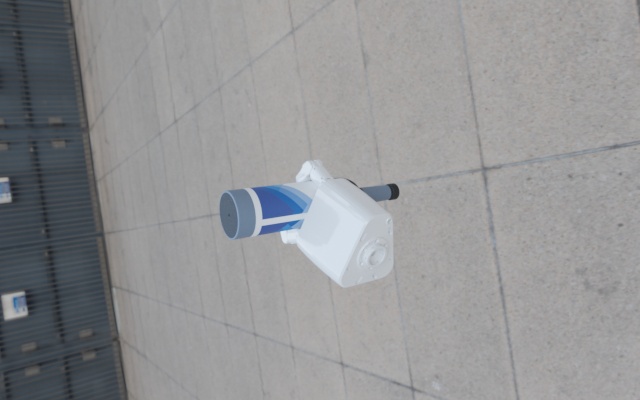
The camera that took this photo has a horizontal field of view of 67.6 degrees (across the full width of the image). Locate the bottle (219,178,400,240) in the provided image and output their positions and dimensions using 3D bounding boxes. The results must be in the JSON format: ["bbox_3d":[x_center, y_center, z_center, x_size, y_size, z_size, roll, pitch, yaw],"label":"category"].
[{"bbox_3d":[0.000,0.002,0.715,0.295,0.069,0.069,-8,4,-33],"label":"bottle"}]
